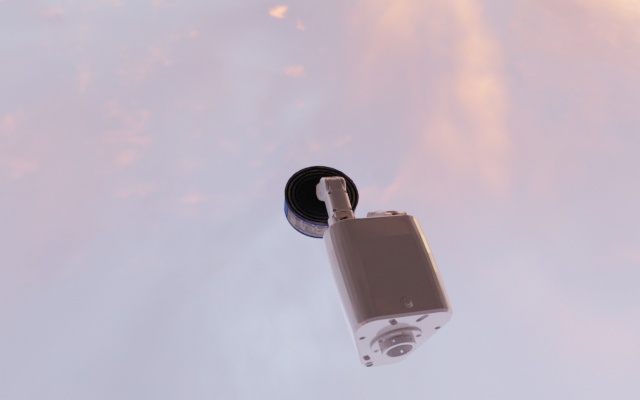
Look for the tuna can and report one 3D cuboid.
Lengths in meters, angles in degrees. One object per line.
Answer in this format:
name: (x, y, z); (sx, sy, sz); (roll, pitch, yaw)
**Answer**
tuna can: (0.000, 0.002, 0.557); (0.086, 0.086, 0.034); (0, -39, -7)
